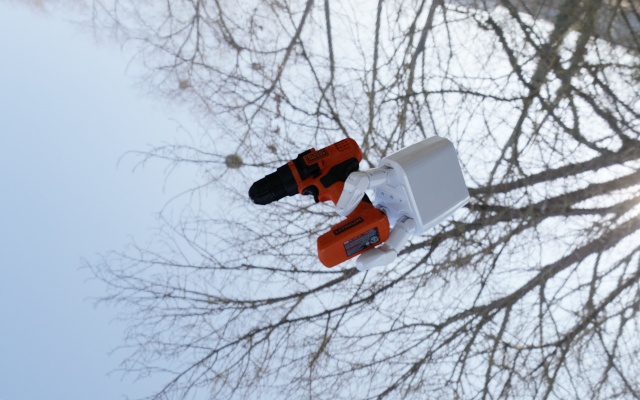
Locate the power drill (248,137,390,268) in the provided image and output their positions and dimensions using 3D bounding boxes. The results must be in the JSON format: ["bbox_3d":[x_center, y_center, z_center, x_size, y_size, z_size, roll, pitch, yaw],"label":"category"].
[{"bbox_3d":[0.001,0.002,0.682,0.184,0.187,0.057,-26,-39,-2],"label":"power drill"}]
